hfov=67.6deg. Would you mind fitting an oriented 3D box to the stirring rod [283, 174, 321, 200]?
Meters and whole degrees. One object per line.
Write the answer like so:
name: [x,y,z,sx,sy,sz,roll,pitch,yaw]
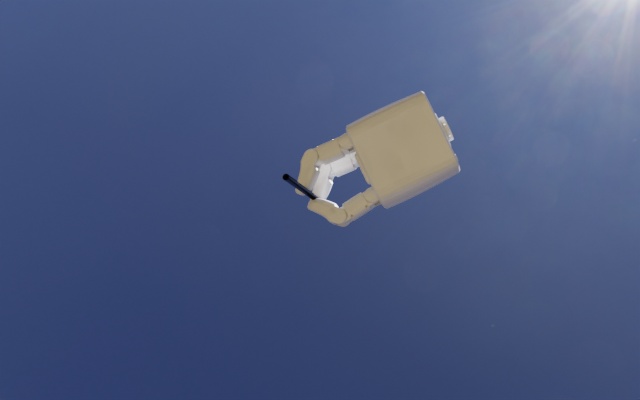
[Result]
stirring rod: [0.000,0.002,0.652,0.011,0.011,0.239,0,-14,20]
